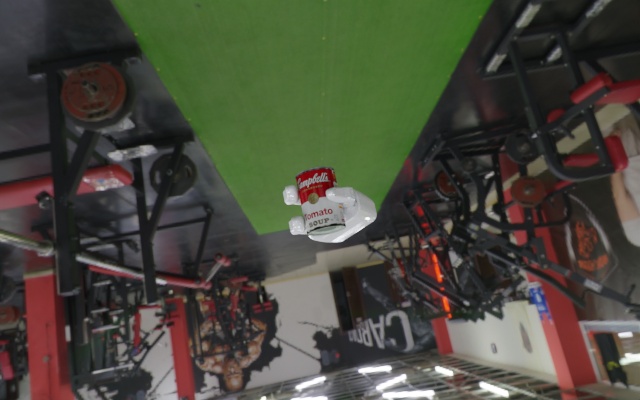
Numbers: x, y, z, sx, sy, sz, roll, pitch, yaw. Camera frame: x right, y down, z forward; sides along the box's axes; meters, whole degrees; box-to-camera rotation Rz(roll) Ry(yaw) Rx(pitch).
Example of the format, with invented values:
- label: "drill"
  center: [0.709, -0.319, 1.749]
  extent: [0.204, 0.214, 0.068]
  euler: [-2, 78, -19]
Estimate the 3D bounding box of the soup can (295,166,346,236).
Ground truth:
- label: "soup can"
  center: [0.000, 0.003, 0.798]
  extent: [0.068, 0.102, 0.068]
  euler: [-11, -14, -3]
